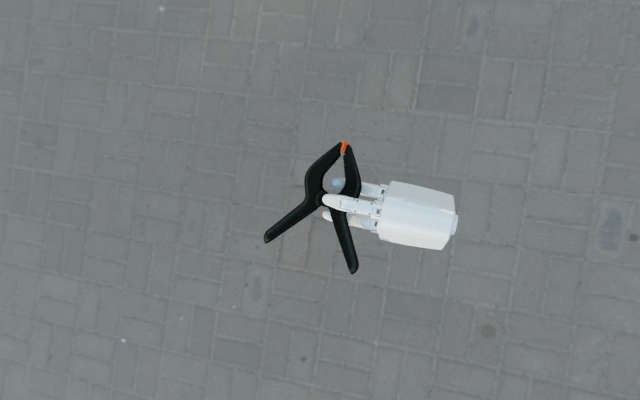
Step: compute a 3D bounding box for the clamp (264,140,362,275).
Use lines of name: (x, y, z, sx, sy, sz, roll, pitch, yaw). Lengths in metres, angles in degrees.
clamp: (0.000, 0.002, 0.781, 0.164, 0.210, 0.036, 12, 3, 8)
